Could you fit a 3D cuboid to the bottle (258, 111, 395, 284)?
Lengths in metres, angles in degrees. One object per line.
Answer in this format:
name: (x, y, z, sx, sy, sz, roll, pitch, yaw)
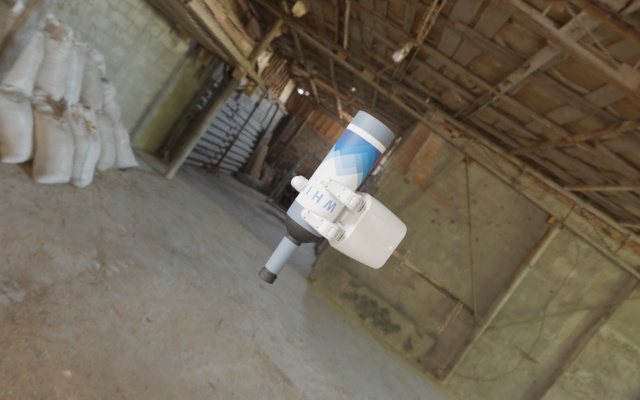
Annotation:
bottle: (0.000, 0.002, 0.732, 0.069, 0.296, 0.069, 36, 3, -2)
